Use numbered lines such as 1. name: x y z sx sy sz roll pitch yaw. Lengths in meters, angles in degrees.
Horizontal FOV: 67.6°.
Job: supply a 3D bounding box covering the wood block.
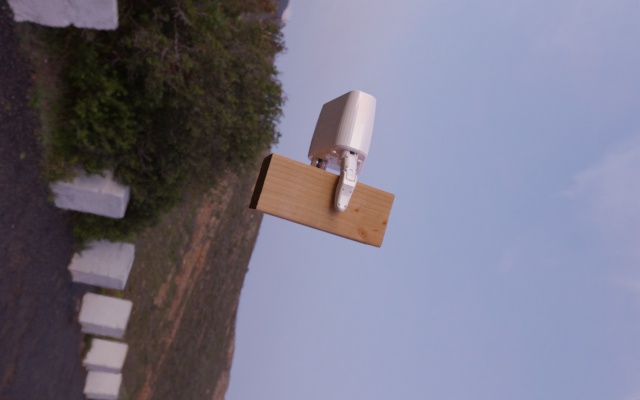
1. wood block: 0.000 0.002 0.767 0.206 0.090 0.091 18 -6 -14
